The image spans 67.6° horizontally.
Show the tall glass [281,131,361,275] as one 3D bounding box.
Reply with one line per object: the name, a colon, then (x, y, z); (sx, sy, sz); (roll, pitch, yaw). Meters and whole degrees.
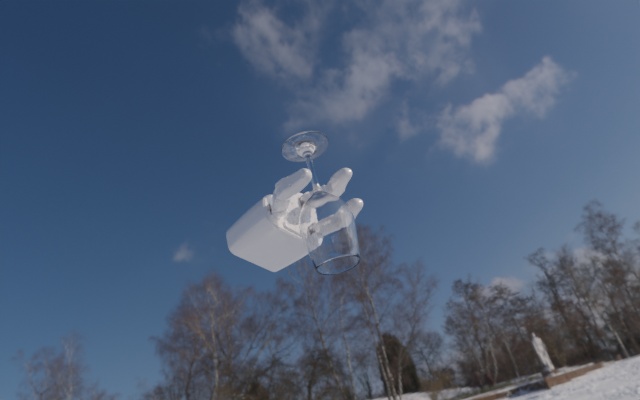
tall glass: (0.000, 0.002, 0.680); (0.079, 0.201, 0.079); (-12, -29, -7)
